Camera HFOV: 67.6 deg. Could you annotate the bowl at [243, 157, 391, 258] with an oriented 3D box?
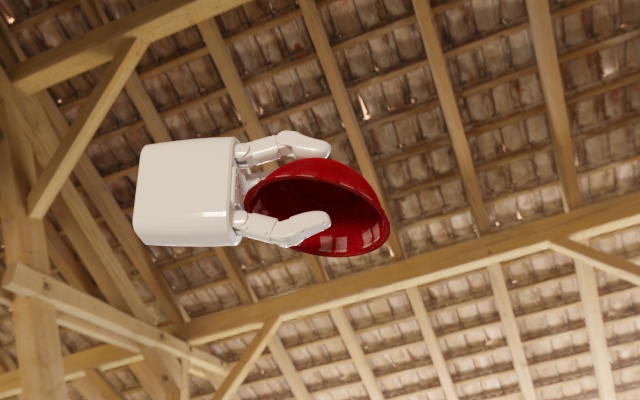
[{"bbox_3d":[0.001,0.002,0.531,0.162,0.055,0.162,10,-33,6],"label":"bowl"}]
